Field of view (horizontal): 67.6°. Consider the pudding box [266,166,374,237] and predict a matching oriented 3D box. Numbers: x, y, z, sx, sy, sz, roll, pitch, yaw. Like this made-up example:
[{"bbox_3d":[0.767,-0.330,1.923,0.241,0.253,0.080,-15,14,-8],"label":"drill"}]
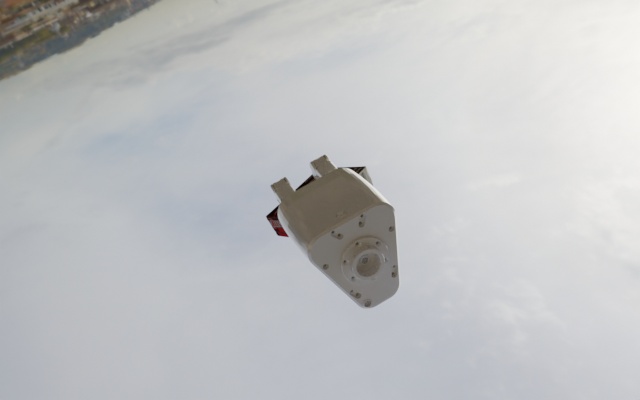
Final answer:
[{"bbox_3d":[0.000,0.002,0.602,0.090,0.039,0.113,4,37,48],"label":"pudding box"}]
